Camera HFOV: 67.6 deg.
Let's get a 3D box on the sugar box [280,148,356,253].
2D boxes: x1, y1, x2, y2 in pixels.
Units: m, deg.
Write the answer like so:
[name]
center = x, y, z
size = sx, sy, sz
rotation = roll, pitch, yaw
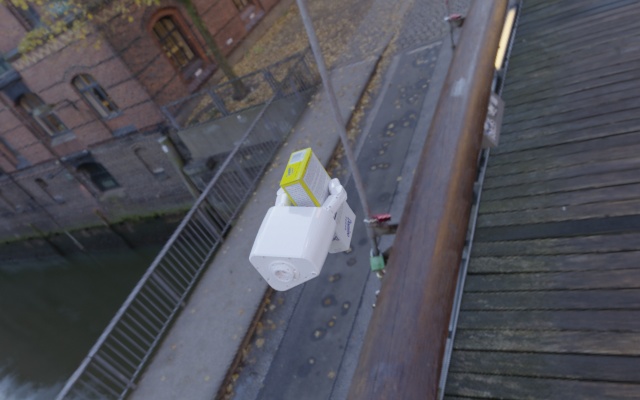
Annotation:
[sugar box]
center = 0.000, 0.003, 0.844
size = 0.048, 0.176, 0.093
rotation = -14, 36, 26
